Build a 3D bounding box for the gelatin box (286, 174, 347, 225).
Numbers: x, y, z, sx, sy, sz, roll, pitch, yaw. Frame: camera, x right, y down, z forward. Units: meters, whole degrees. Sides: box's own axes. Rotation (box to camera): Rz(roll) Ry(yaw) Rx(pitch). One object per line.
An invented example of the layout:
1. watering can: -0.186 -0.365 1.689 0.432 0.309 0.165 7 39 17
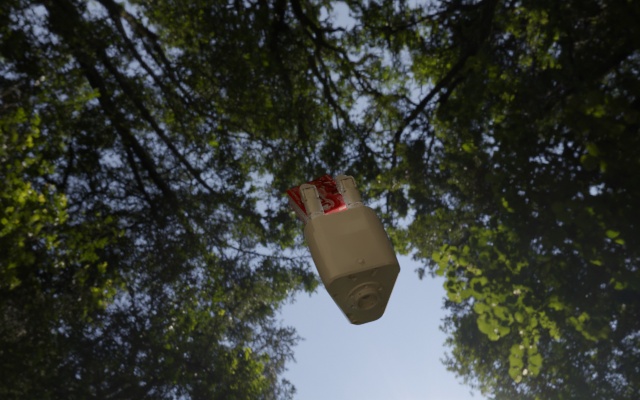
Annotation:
1. gelatin box: 0.000 0.003 0.708 0.073 0.030 0.089 -23 37 -16
